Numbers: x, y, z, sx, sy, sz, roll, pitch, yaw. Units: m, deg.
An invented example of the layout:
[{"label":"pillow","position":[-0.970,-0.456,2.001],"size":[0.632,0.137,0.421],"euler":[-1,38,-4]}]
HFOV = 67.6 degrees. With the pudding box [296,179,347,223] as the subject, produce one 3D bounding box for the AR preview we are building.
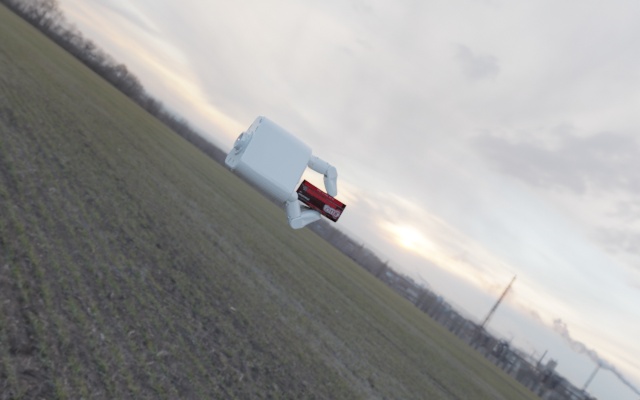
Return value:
[{"label":"pudding box","position":[0.000,0.003,0.877],"size":[0.090,0.039,0.113],"euler":[33,-1,2]}]
